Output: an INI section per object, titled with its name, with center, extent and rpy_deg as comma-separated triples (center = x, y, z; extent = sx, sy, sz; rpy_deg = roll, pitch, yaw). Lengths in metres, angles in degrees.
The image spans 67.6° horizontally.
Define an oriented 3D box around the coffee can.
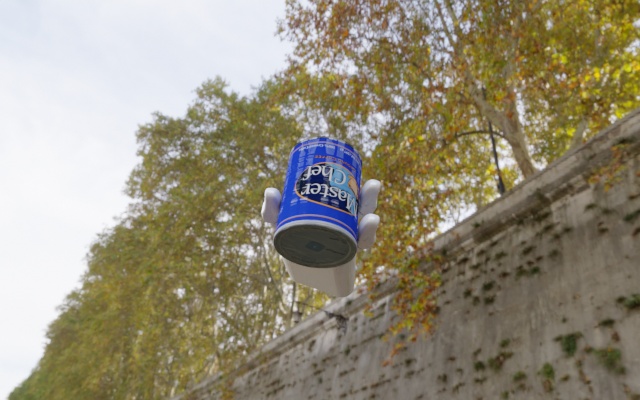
[coffee can]
center = 0.000, 0.002, 0.620
extent = 0.103, 0.140, 0.103
rpy_deg = 5, -36, 4
